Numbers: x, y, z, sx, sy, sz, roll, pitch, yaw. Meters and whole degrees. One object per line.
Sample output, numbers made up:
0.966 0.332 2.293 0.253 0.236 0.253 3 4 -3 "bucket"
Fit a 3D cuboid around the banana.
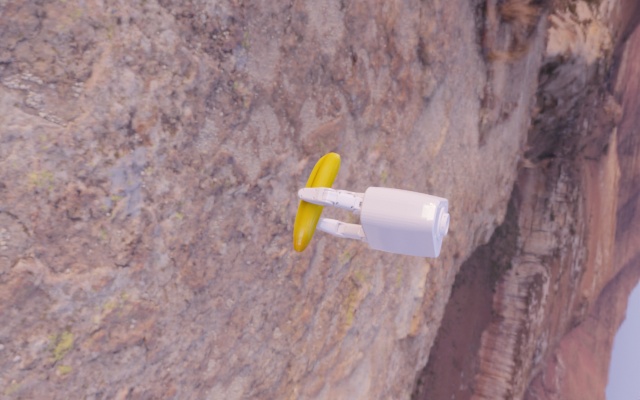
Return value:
-0.001 -0.012 0.759 0.037 0.197 0.070 10 -37 19 "banana"
